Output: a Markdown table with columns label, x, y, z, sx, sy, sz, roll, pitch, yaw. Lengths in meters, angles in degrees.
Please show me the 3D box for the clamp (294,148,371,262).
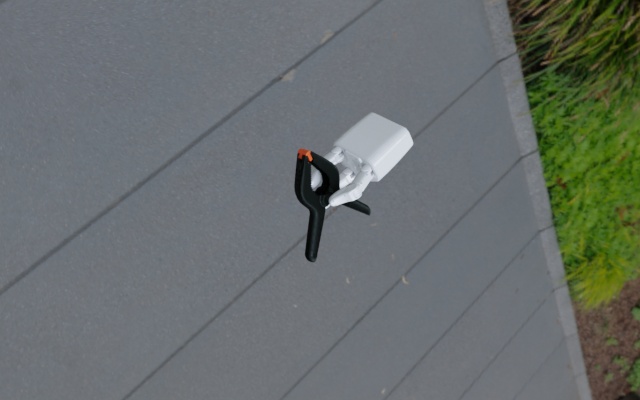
| label | x | y | z | sx | sy | sz | roll | pitch | yaw |
| --- | --- | --- | --- | --- | --- | --- | --- | --- | --- |
| clamp | 0.001 | 0.003 | 0.871 | 0.164 | 0.210 | 0.036 | -45 | 37 | -19 |
